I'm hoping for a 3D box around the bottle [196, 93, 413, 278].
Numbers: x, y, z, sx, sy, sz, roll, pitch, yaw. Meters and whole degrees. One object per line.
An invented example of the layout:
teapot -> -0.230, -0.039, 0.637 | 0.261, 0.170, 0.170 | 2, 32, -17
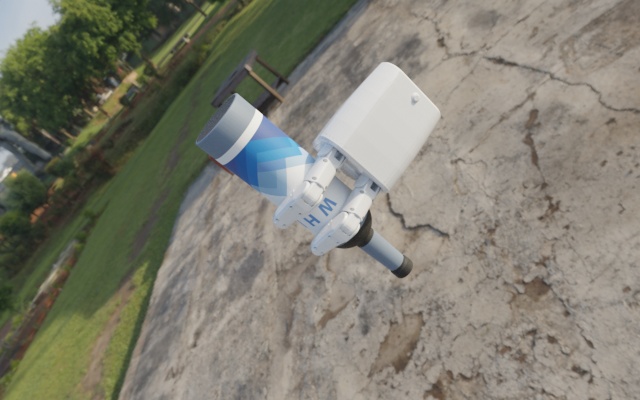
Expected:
bottle -> 0.000, 0.002, 0.539 | 0.296, 0.069, 0.069 | 39, -18, -23
